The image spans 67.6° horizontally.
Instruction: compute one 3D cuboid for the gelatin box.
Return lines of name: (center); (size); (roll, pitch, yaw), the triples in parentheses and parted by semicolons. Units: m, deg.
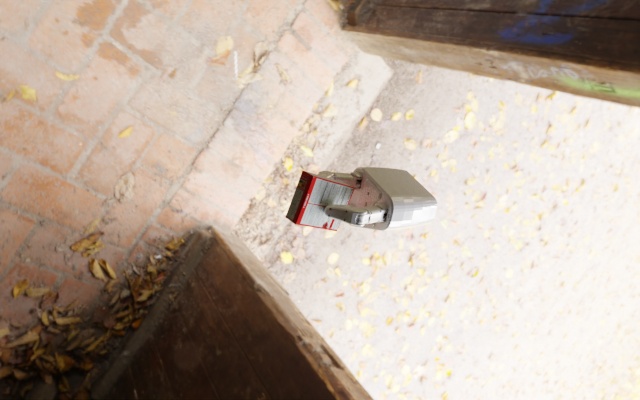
gelatin box: (0.000, 0.002, 0.694); (0.089, 0.073, 0.030); (12, 12, -43)
